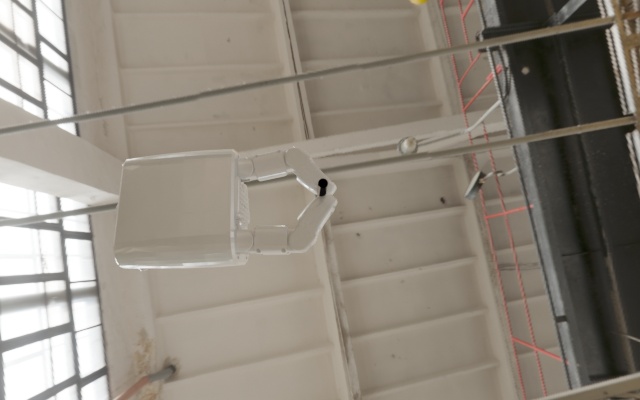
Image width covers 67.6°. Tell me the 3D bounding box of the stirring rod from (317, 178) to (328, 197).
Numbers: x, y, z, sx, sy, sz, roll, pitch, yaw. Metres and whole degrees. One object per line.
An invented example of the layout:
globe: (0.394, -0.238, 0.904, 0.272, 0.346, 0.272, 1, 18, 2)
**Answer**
stirring rod: (0.000, 0.002, 0.500, 0.011, 0.011, 0.239, 0, -7, -1)
